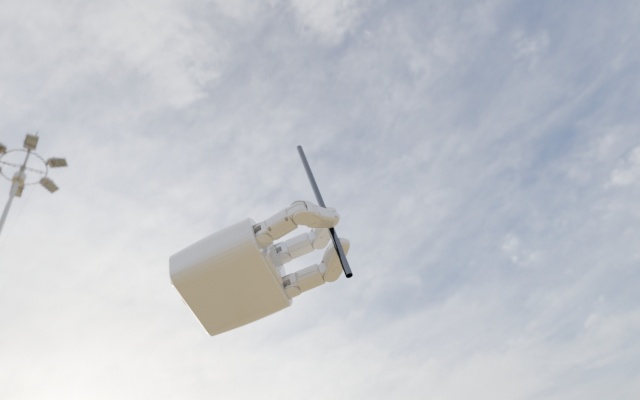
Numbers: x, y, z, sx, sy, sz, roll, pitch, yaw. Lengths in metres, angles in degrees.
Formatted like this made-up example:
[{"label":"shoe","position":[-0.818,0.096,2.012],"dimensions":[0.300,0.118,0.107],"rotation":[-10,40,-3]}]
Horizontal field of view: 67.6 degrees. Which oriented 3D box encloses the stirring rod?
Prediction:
[{"label":"stirring rod","position":[0.000,0.002,0.585],"dimensions":[0.011,0.011,0.239],"rotation":[0,40,-19]}]
